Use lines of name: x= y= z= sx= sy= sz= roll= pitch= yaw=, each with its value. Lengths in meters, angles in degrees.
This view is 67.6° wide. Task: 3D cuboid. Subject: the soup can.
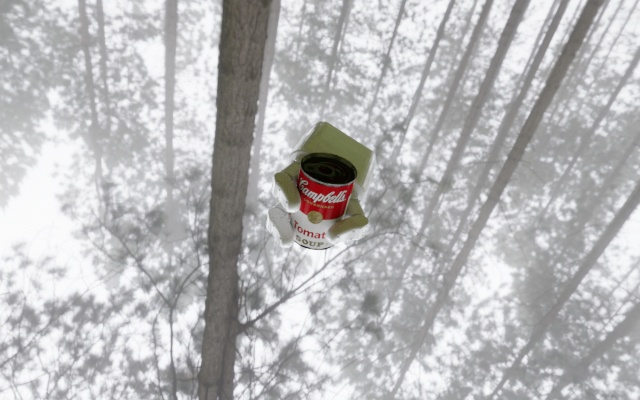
soup can: x=0.000 y=0.002 z=0.582 sx=0.068 sy=0.102 sz=0.068 roll=9 pitch=36 yaw=-7
